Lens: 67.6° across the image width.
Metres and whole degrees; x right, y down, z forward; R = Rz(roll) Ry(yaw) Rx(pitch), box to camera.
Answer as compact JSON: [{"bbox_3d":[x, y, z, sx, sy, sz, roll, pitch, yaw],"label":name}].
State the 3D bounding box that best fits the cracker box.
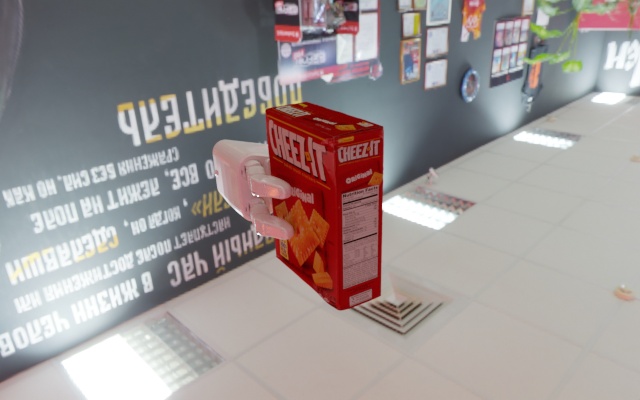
[{"bbox_3d":[0.000,0.002,0.584,0.072,0.214,0.164,-16,27,-28],"label":"cracker box"}]
